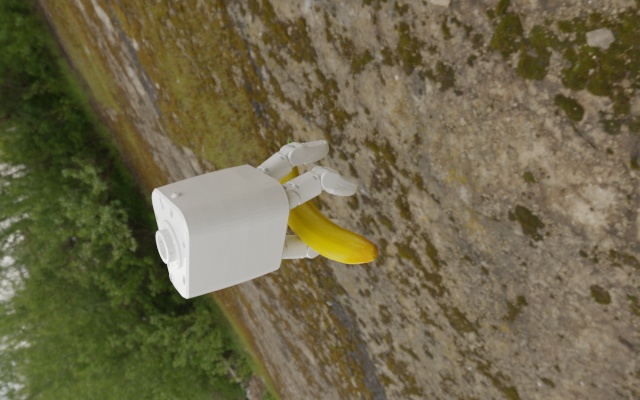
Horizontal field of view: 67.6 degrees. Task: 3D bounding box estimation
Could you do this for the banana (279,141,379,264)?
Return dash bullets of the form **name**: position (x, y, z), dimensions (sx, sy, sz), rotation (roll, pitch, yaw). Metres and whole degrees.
- **banana**: position (-0.009, 0.014, 0.541), dimensions (0.037, 0.070, 0.197), rotation (-2, 42, -40)
